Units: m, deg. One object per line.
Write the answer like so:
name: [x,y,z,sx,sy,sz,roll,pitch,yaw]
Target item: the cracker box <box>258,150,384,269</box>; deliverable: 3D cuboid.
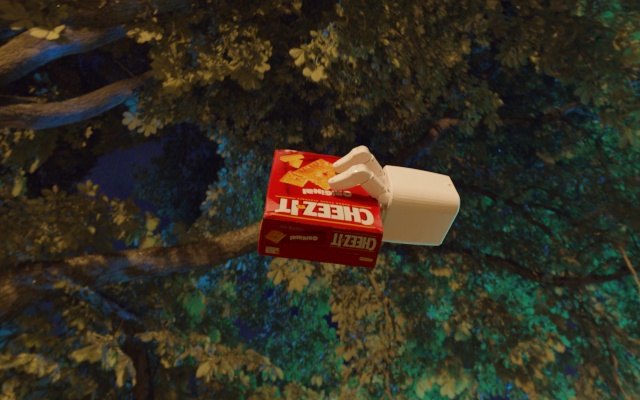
cracker box: [0.000,0.002,0.723,0.164,0.072,0.213,7,30,-4]
